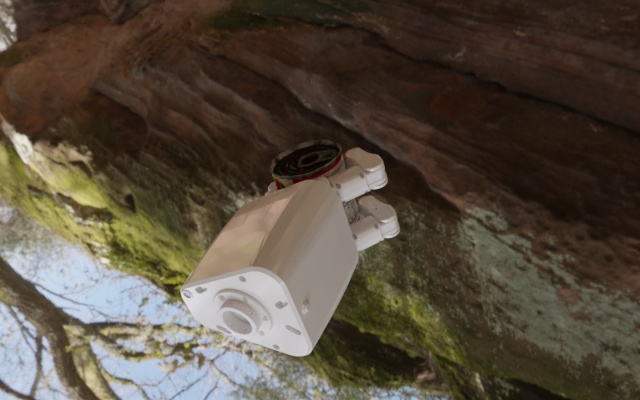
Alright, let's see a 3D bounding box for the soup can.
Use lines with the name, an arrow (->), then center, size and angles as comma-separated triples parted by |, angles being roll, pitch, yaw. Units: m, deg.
soup can -> 0.000, 0.001, 0.458 | 0.068, 0.102, 0.068 | -14, 30, 8
